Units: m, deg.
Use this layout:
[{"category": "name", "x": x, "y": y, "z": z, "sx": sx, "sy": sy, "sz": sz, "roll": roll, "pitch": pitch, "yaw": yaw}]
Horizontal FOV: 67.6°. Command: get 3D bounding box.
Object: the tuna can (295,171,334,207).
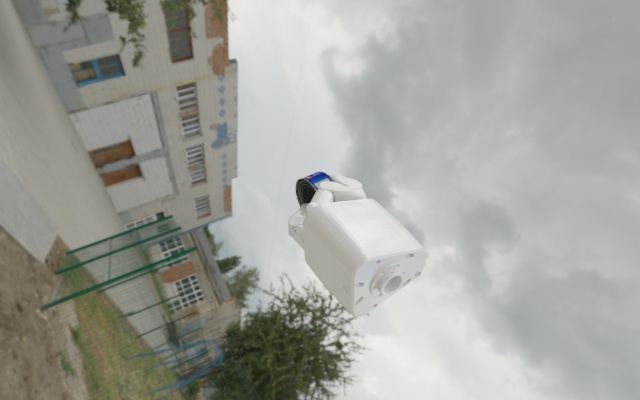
[{"category": "tuna can", "x": 0.001, "y": 0.002, "z": 0.686, "sx": 0.033, "sy": 0.086, "sz": 0.086, "roll": -25, "pitch": 10, "yaw": -23}]
